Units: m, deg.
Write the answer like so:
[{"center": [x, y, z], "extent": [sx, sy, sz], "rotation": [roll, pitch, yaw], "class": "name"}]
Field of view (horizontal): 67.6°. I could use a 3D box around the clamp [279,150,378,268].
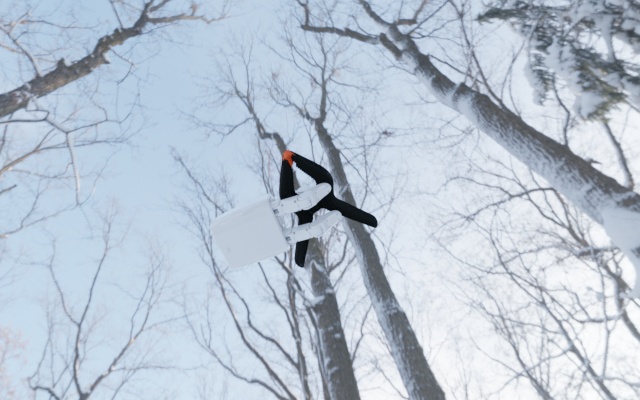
[{"center": [0.000, 0.002, 0.818], "extent": [0.164, 0.210, 0.036], "rotation": [-23, 25, -3], "class": "clamp"}]
